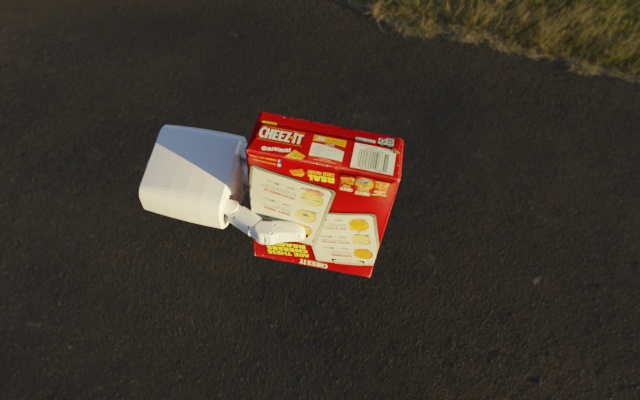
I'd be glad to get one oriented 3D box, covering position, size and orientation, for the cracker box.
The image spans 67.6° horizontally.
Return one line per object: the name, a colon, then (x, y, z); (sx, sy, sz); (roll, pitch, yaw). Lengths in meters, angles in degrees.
cracker box: (0.000, 0.002, 0.586); (0.164, 0.072, 0.214); (11, -36, 4)
